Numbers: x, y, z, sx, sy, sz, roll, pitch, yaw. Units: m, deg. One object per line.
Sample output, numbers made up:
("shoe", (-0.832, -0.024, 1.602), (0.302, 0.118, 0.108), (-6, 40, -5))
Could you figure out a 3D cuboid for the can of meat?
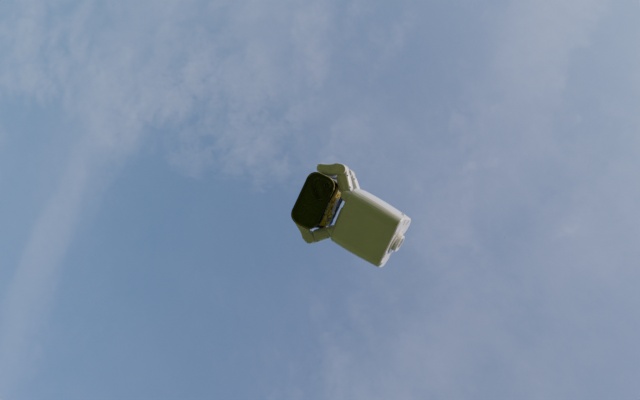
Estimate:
("can of meat", (0.000, 0.003, 0.894), (0.057, 0.102, 0.084), (27, 6, 21))
